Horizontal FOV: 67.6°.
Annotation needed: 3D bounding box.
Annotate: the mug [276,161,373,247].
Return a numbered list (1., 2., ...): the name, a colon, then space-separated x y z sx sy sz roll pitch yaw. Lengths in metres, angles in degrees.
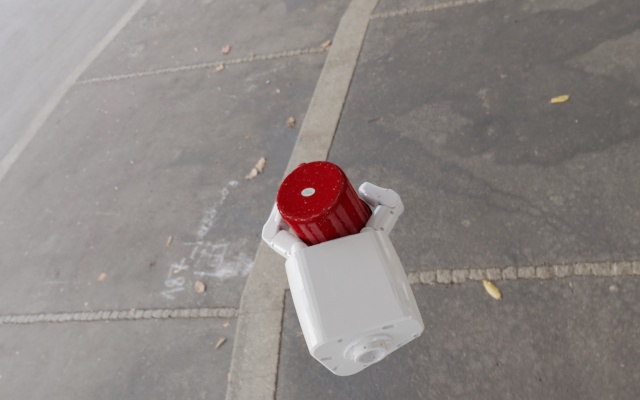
1. mug: 0.000 0.001 0.539 0.093 0.117 0.081 -26 -42 7
